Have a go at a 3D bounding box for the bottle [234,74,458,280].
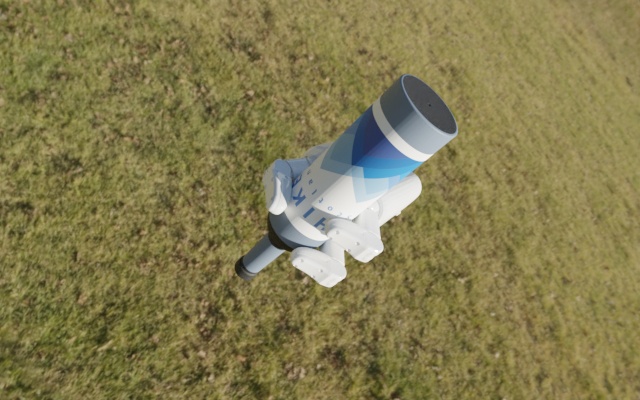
[{"bbox_3d":[0.000,0.001,0.474,0.069,0.069,0.296,0,-33,-46],"label":"bottle"}]
